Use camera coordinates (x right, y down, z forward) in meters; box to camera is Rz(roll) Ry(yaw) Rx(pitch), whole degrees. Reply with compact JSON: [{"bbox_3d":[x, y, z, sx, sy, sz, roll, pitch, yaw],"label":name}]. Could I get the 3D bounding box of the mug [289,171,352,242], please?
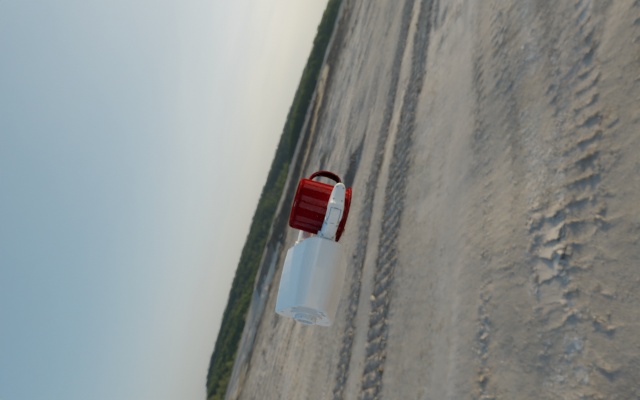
[{"bbox_3d":[0.000,0.001,0.764,0.081,0.117,0.093,15,-27,-6],"label":"mug"}]
